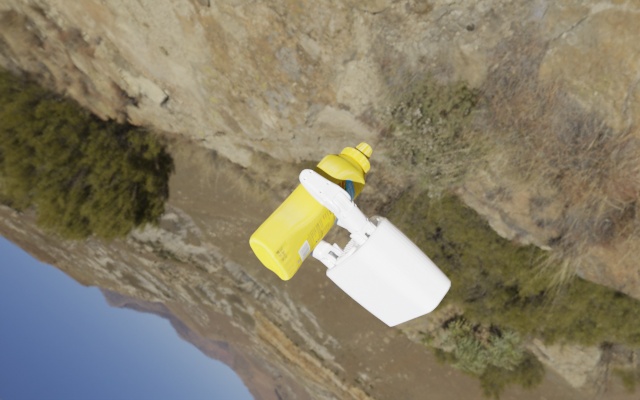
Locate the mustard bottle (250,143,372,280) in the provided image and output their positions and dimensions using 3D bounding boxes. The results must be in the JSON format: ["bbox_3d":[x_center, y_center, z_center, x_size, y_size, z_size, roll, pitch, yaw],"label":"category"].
[{"bbox_3d":[0.000,0.002,0.573,0.058,0.191,0.096,34,-19,22],"label":"mustard bottle"}]
